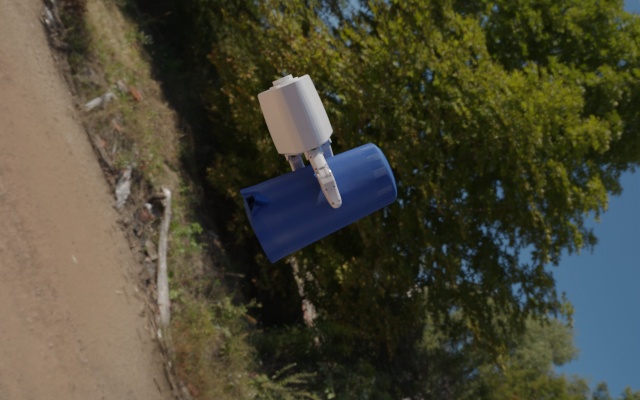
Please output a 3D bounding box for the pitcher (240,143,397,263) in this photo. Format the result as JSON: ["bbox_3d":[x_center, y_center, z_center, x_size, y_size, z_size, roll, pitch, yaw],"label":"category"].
[{"bbox_3d":[0.000,0.002,0.808,0.243,0.145,0.149,-23,14,-3],"label":"pitcher"}]
